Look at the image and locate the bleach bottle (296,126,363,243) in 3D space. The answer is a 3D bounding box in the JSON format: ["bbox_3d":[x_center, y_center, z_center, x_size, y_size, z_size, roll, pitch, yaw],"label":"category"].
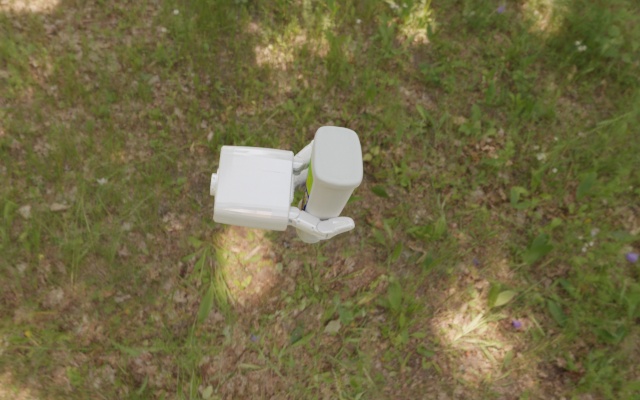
[{"bbox_3d":[0.000,0.002,0.736,0.068,0.102,0.251,6,-33,-9],"label":"bleach bottle"}]
